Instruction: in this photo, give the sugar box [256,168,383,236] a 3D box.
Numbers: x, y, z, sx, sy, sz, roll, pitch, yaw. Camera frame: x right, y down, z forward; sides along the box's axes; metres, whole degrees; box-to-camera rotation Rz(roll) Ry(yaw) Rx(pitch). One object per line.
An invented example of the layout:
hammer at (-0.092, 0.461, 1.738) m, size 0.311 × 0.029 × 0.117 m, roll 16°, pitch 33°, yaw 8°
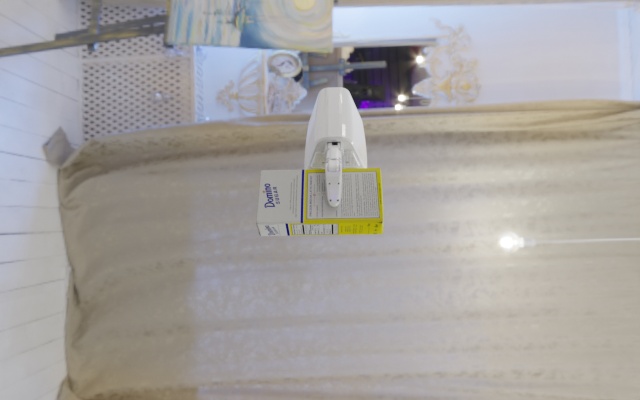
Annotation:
sugar box at (0.000, 0.002, 0.686) m, size 0.176 × 0.093 × 0.048 m, roll -2°, pitch -33°, yaw 4°
